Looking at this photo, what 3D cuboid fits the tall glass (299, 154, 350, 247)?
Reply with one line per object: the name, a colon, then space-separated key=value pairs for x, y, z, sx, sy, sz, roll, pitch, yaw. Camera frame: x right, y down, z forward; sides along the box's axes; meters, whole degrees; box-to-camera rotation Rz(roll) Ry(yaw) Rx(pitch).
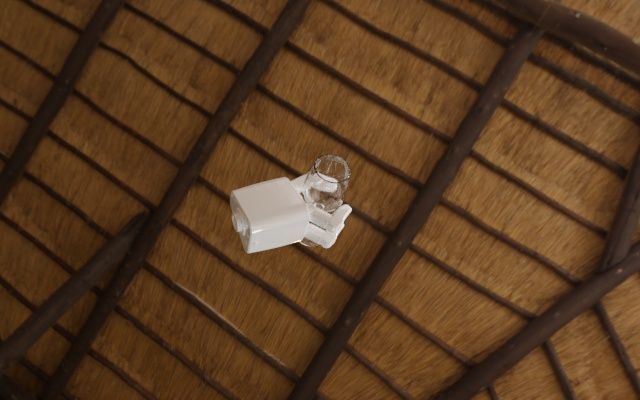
tall glass: x=0.000 y=0.003 z=0.869 sx=0.079 sy=0.079 sz=0.201 roll=0 pitch=-35 yaw=-14
